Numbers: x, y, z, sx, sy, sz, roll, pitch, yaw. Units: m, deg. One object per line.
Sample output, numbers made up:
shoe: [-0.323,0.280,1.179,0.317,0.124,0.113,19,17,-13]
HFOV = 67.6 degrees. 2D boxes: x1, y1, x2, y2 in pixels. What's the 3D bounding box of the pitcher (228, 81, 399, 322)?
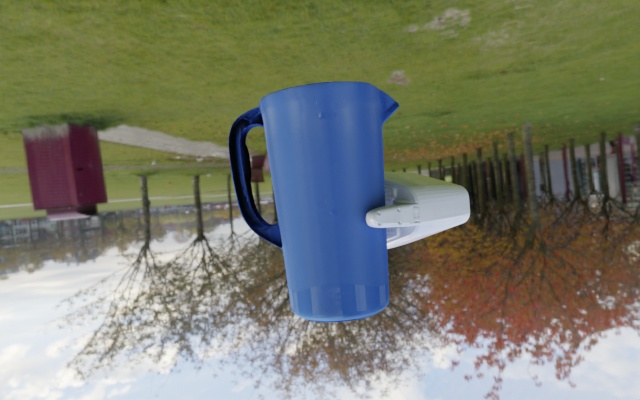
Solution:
pitcher: [0.000,0.002,0.523,0.145,0.243,0.149,-6,1,-40]
